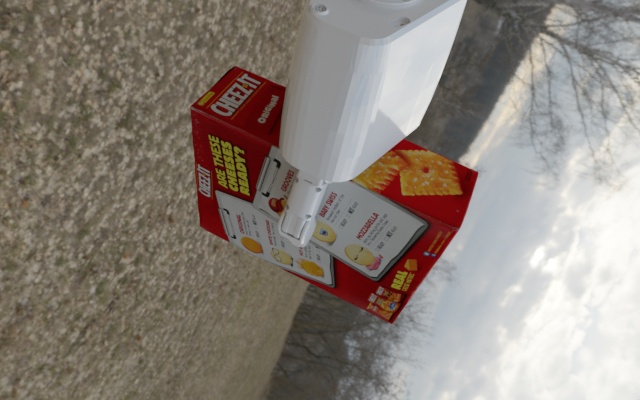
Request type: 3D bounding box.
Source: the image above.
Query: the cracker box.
[{"bbox_3d":[0.000,0.002,0.416,0.213,0.072,0.164,26,-37,9],"label":"cracker box"}]
